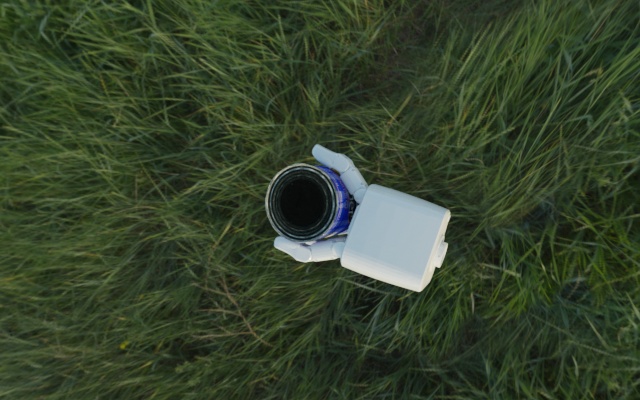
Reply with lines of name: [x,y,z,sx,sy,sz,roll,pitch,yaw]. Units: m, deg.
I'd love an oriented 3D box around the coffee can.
coffee can: [0.000,0.002,0.673,0.103,0.103,0.140,0,1,22]
